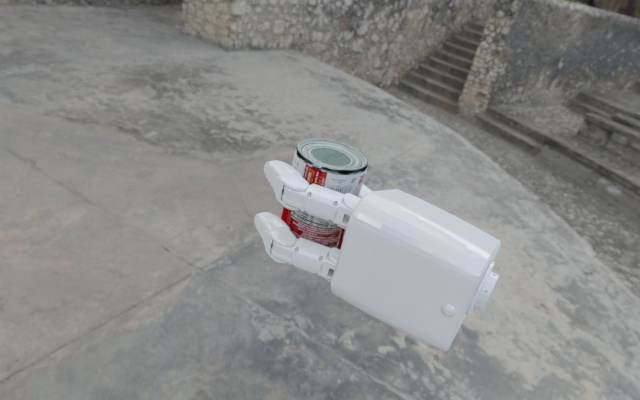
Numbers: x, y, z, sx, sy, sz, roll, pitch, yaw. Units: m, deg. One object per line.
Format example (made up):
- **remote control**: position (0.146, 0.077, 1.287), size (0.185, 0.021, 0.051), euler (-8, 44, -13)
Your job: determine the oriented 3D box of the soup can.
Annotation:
- **soup can**: position (0.000, 0.001, 0.448), size (0.068, 0.102, 0.068), euler (11, 29, -6)
